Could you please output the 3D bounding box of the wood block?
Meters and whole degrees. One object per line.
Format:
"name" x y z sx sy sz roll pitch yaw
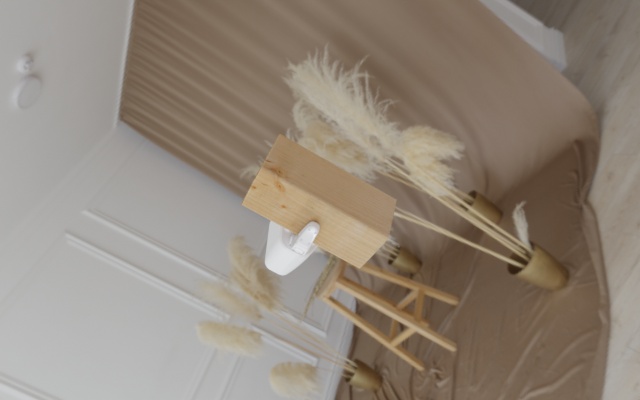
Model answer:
"wood block" 0.000 0.003 0.720 0.206 0.090 0.090 29 -47 -8
